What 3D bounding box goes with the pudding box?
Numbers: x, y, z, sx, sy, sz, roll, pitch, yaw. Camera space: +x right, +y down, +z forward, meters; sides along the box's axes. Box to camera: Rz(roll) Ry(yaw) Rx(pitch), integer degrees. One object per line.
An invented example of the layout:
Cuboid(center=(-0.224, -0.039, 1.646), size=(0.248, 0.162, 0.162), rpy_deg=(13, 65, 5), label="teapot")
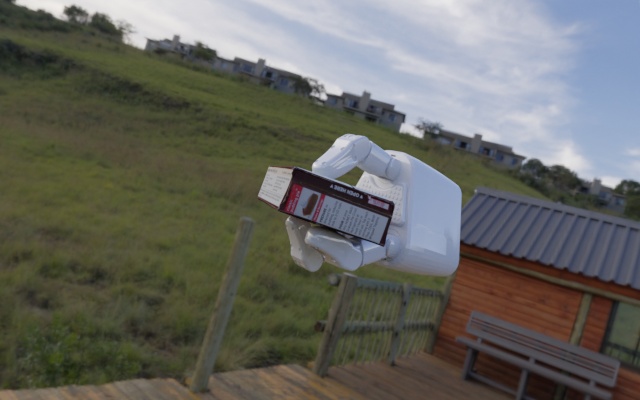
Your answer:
Cuboid(center=(0.000, 0.001, 0.406), size=(0.090, 0.039, 0.113), rpy_deg=(19, -2, -16), label="pudding box")
